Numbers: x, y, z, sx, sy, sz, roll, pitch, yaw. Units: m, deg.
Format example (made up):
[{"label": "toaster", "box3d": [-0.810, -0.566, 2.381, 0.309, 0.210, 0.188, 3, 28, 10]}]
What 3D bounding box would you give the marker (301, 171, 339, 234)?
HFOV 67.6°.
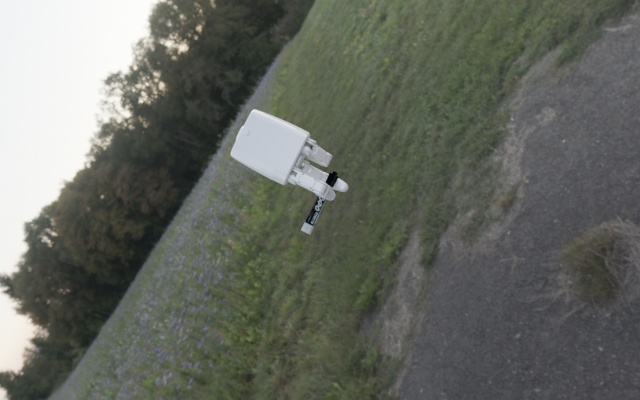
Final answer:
[{"label": "marker", "box3d": [0.000, 0.003, 0.853, 0.020, 0.121, 0.020, 26, -5, 3]}]
